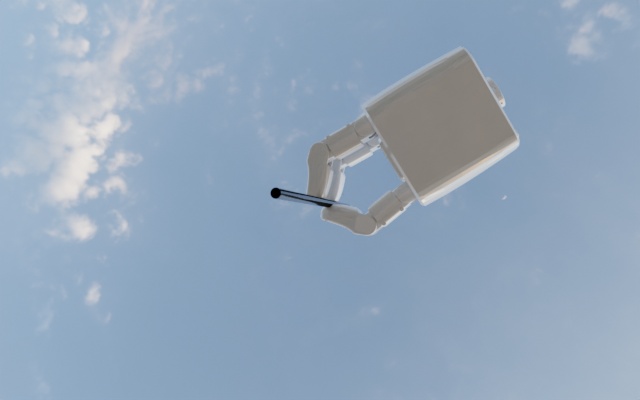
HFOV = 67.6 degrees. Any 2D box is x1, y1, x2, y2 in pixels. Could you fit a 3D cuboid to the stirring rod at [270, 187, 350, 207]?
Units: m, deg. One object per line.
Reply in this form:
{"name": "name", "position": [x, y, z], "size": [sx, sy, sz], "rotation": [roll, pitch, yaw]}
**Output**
{"name": "stirring rod", "position": [0.000, 0.001, 0.450], "size": [0.011, 0.011, 0.239], "rotation": [0, -3, 15]}
